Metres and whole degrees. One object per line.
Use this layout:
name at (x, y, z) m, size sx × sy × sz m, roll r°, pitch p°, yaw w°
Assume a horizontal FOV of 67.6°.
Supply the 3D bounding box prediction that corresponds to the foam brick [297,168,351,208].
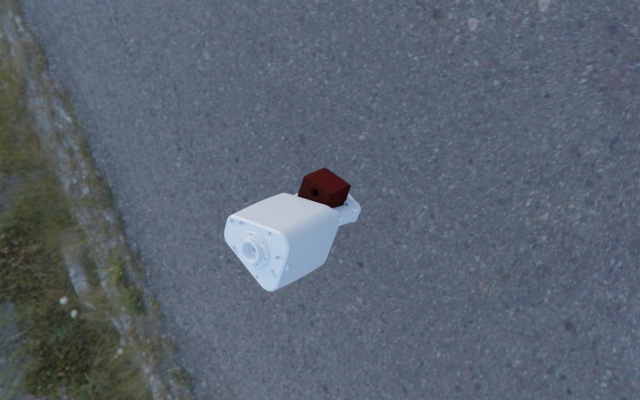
foam brick at (0.000, 0.002, 0.691) m, size 0.053 × 0.078 × 0.051 m, roll 34°, pitch 32°, yaw 24°
